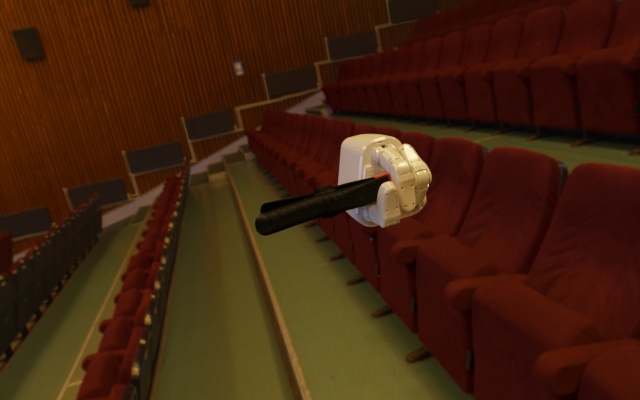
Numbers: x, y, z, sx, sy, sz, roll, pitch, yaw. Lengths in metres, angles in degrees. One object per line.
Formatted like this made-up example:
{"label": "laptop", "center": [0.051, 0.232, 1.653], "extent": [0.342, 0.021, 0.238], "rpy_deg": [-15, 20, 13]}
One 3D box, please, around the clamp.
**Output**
{"label": "clamp", "center": [0.000, 0.001, 0.577], "extent": [0.171, 0.039, 0.120], "rpy_deg": [-14, 13, -11]}
